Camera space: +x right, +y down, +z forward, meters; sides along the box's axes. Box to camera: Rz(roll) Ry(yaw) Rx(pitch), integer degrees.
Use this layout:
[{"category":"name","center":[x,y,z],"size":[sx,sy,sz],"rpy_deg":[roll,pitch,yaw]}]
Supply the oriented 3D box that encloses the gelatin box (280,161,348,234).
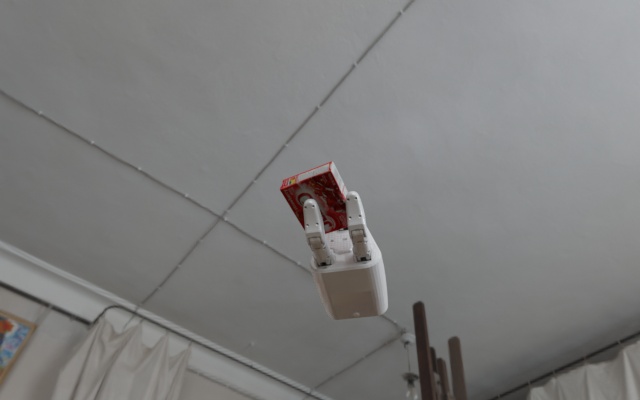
[{"category":"gelatin box","center":[0.000,0.002,0.627],"size":[0.073,0.089,0.030],"rpy_deg":[-19,28,17]}]
